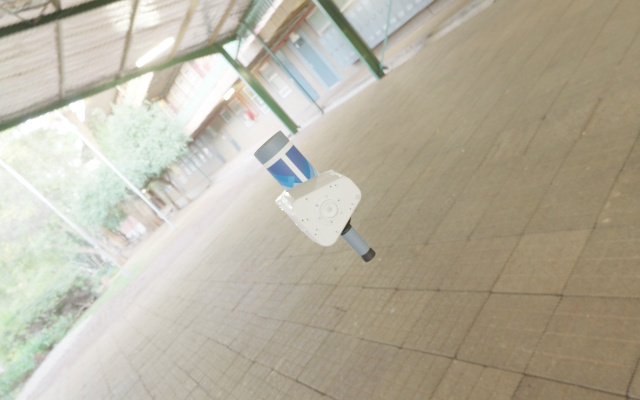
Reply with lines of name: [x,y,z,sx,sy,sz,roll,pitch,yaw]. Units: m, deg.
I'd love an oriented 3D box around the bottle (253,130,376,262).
bottle: [0.000,0.003,0.883,0.069,0.296,0.069,-39,14,11]
